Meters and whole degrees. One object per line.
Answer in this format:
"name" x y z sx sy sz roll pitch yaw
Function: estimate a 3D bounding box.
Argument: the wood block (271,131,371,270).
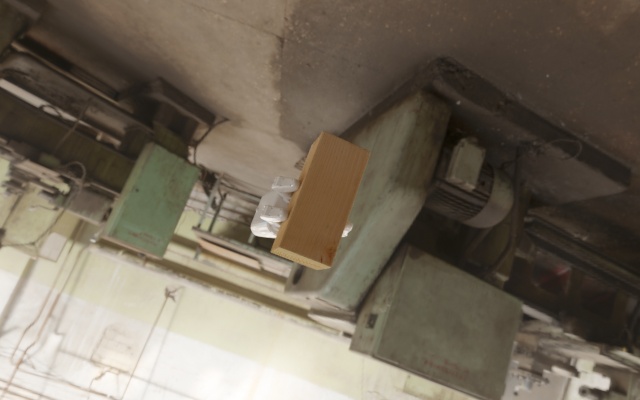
"wood block" 0.000 0.003 0.802 0.091 0.206 0.090 23 -16 -10
